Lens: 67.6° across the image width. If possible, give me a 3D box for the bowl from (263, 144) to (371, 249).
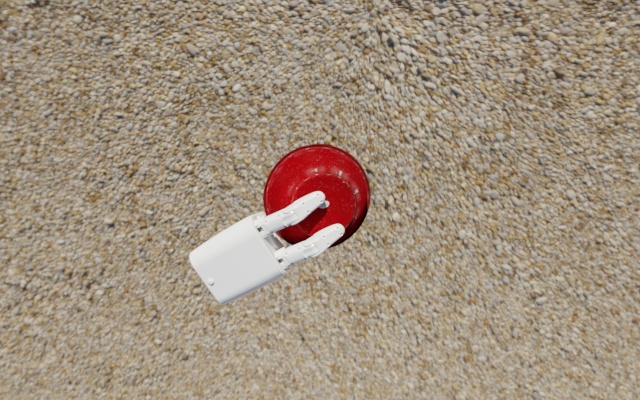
[{"bbox_3d":[0.001,0.001,0.683,0.162,0.162,0.055,0,13,-10],"label":"bowl"}]
